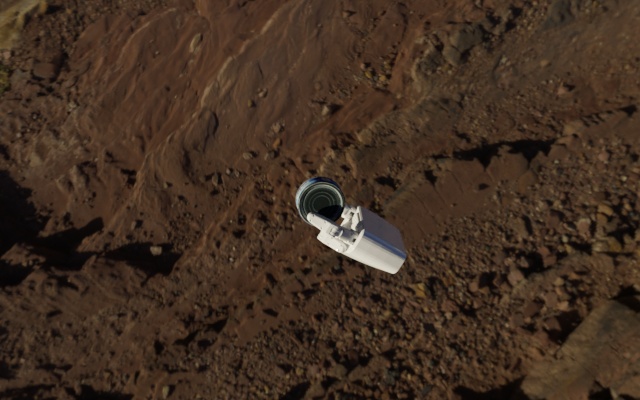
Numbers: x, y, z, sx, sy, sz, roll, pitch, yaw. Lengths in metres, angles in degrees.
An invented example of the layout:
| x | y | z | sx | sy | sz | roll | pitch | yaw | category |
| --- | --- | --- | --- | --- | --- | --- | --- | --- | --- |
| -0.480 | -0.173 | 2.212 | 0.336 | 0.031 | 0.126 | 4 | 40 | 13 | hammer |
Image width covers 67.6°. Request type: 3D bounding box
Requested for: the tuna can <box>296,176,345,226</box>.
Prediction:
| x | y | z | sx | sy | sz | roll | pitch | yaw | category |
| --- | --- | --- | --- | --- | --- | --- | --- | --- | --- |
| 0.000 | 0.003 | 0.846 | 0.086 | 0.086 | 0.033 | 0 | 18 | -8 | tuna can |
